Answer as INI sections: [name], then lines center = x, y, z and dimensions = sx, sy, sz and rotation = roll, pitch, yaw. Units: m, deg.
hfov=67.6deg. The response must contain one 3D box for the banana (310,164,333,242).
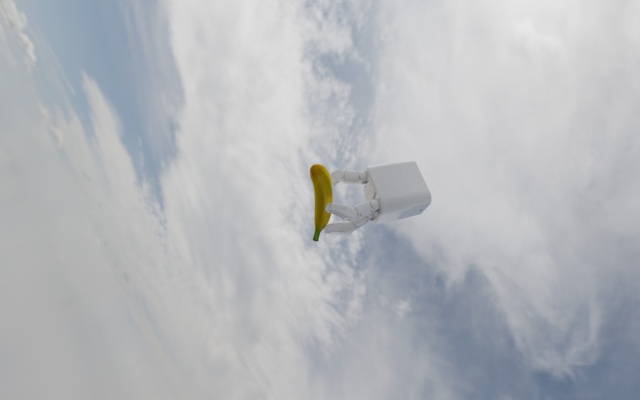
[banana]
center = 0.003, -0.008, 0.901
dimensions = 0.037, 0.069, 0.198
rotation = 4, -44, 7
